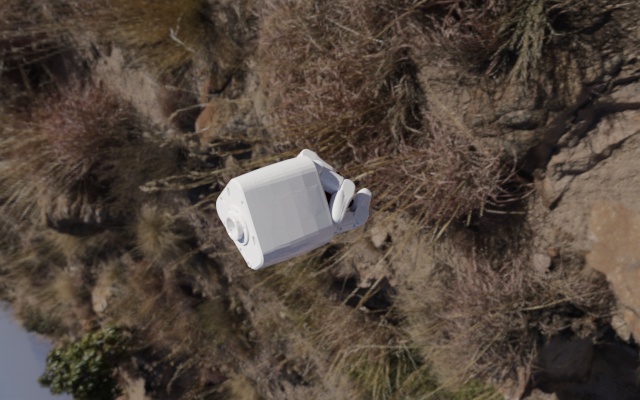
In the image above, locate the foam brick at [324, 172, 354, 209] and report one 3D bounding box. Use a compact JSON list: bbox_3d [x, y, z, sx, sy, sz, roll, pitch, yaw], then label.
[{"bbox_3d":[0.000,0.002,0.668,0.051,0.053,0.078,-19,-12,-33],"label":"foam brick"}]
